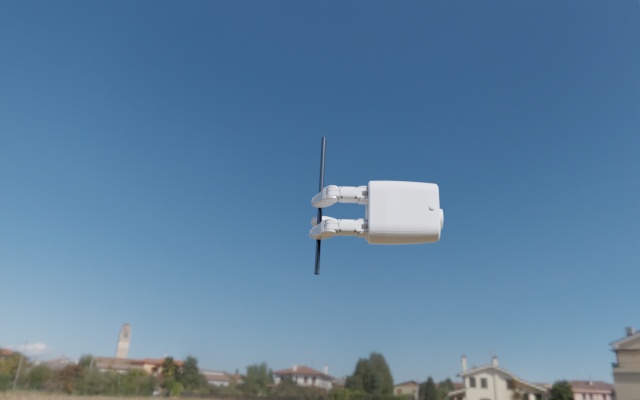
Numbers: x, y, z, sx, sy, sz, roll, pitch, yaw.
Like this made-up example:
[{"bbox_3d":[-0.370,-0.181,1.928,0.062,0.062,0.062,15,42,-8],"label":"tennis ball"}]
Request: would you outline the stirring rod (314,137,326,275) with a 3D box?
[{"bbox_3d":[0.000,0.003,0.782,0.011,0.239,0.011,3,-23,1],"label":"stirring rod"}]
